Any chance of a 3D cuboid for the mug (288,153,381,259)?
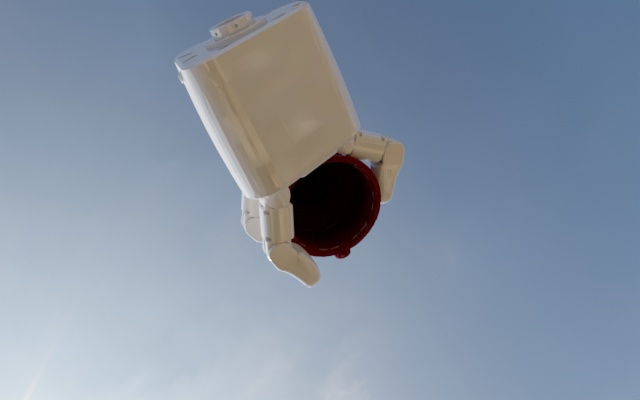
[{"bbox_3d":[0.001,0.002,0.442,0.093,0.117,0.081,-28,29,-8],"label":"mug"}]
